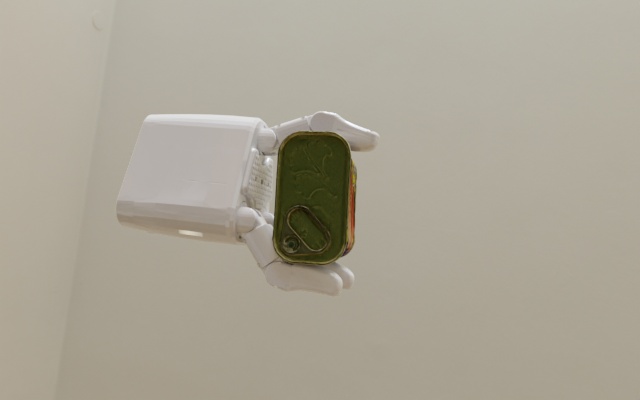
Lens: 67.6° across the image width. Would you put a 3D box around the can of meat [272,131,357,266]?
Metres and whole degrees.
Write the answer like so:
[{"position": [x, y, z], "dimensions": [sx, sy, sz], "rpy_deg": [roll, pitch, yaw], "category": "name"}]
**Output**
[{"position": [0.000, 0.001, 0.401], "dimensions": [0.057, 0.102, 0.084], "rpy_deg": [2, -5, 10], "category": "can of meat"}]
